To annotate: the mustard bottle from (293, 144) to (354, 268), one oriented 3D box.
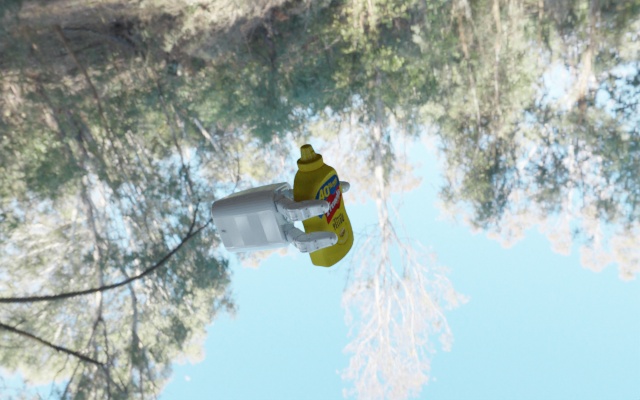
[{"bbox_3d":[0.000,0.003,0.745,0.058,0.192,0.096,4,32,35],"label":"mustard bottle"}]
